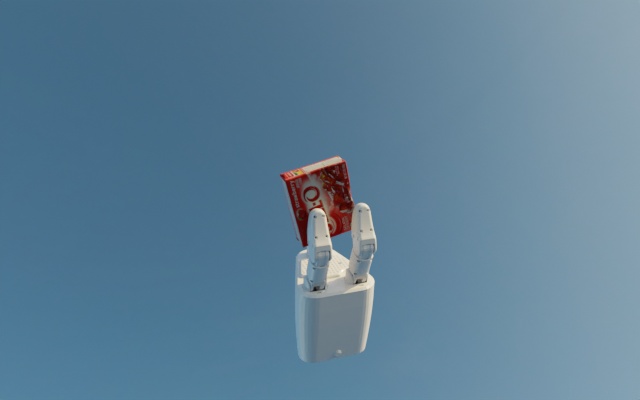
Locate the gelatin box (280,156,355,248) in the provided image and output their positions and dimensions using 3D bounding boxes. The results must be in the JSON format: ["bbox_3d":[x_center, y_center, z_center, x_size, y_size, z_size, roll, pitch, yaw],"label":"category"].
[{"bbox_3d":[0.000,0.001,0.554,0.073,0.089,0.030,-18,24,-13],"label":"gelatin box"}]
